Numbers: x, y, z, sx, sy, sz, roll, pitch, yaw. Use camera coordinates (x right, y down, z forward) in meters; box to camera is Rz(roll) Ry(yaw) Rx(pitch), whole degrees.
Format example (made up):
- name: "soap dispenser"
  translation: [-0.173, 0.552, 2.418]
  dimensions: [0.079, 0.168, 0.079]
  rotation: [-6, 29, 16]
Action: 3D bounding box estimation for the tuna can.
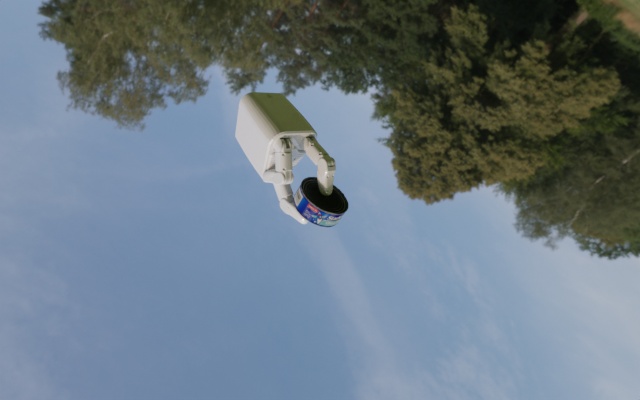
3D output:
- name: "tuna can"
  translation: [0.000, 0.003, 0.769]
  dimensions: [0.086, 0.034, 0.086]
  rotation: [23, 33, -16]
